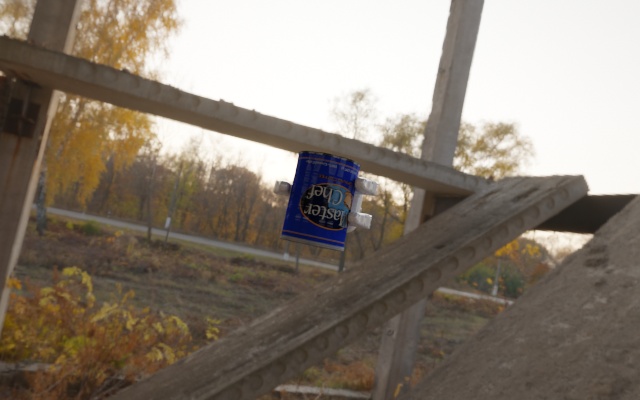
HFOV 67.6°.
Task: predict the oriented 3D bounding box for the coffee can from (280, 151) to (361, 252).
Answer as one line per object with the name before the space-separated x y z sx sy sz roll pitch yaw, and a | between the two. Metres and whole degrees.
coffee can | 0.000 0.003 0.757 0.103 0.140 0.103 12 -5 1
